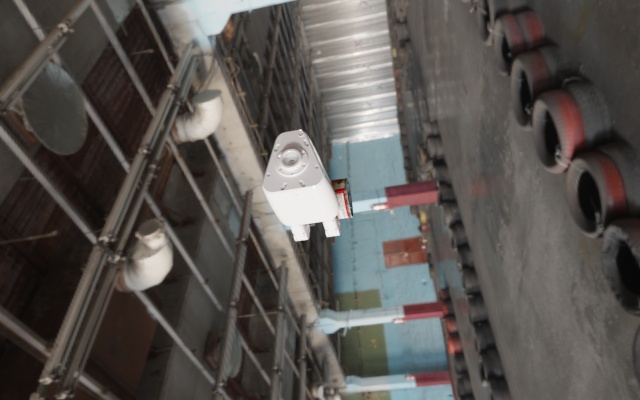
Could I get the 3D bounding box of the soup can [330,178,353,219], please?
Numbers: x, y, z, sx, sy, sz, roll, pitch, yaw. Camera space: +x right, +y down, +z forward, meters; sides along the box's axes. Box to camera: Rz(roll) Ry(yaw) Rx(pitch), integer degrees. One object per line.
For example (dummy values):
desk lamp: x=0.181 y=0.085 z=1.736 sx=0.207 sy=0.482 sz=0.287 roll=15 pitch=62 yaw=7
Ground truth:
soup can: x=0.000 y=0.003 z=0.811 sx=0.102 sy=0.068 sz=0.068 roll=-9 pitch=-1 yaw=9
